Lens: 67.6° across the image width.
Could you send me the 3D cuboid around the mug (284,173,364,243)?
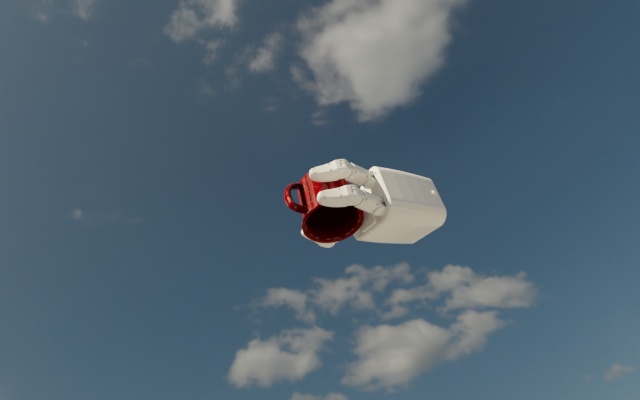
[{"bbox_3d":[-0.001,0.002,0.716,0.117,0.081,0.093,9,-48,-24],"label":"mug"}]
